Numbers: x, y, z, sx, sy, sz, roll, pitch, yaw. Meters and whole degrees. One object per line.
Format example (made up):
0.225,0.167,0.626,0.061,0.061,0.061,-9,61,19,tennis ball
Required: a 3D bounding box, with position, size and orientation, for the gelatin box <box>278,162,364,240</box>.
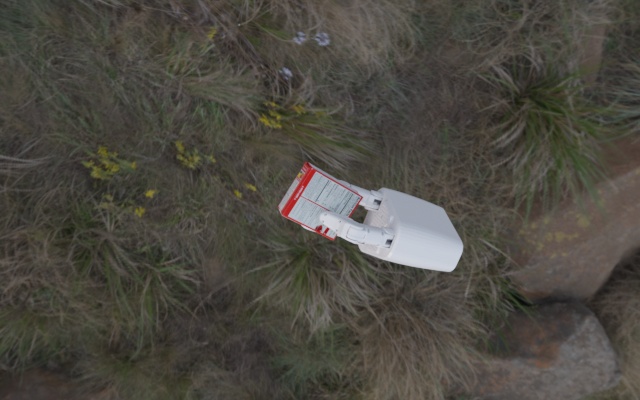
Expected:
0.000,0.002,0.629,0.089,0.073,0.030,28,11,-27,gelatin box
